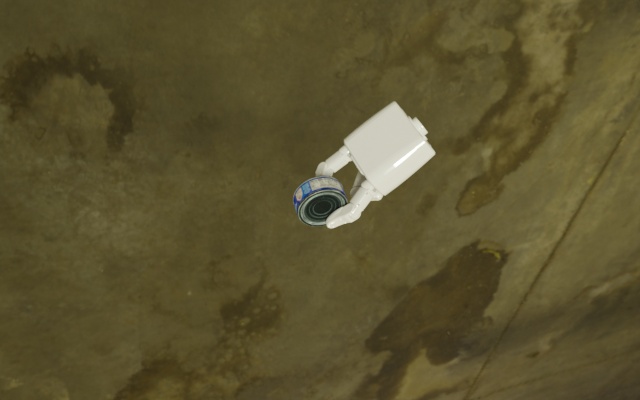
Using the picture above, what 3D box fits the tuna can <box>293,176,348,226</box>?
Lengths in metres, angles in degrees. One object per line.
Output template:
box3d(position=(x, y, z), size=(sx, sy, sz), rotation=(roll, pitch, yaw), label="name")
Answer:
box3d(position=(0.000, 0.003, 0.774), size=(0.086, 0.086, 0.033), rotation=(0, 44, -20), label="tuna can")
